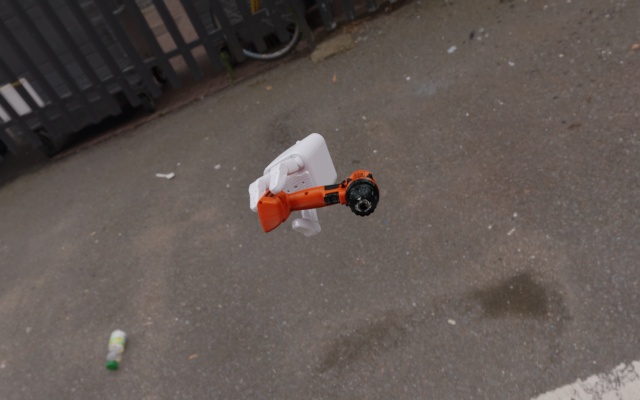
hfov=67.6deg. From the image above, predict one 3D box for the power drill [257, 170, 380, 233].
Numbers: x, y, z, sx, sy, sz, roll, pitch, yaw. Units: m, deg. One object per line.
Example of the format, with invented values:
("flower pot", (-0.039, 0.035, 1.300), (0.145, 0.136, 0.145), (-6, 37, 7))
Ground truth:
("power drill", (0.000, 0.002, 0.751), (0.187, 0.057, 0.184), (-10, 10, 7))
